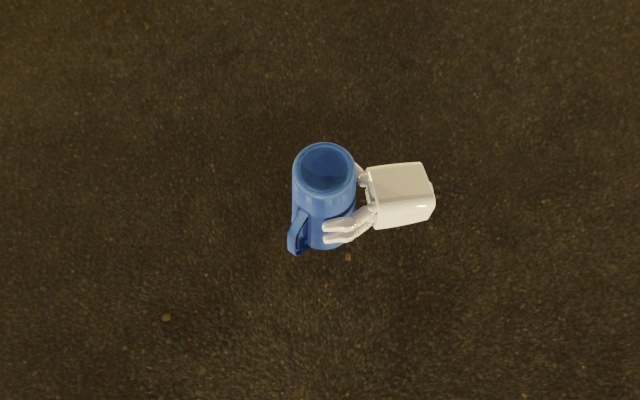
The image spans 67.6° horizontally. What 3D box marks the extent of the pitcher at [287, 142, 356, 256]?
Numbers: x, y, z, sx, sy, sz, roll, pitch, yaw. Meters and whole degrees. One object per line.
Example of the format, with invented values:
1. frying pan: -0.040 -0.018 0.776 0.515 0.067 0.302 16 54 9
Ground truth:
1. pitcher: 0.000 0.003 0.895 0.145 0.149 0.243 -7 -24 -3
